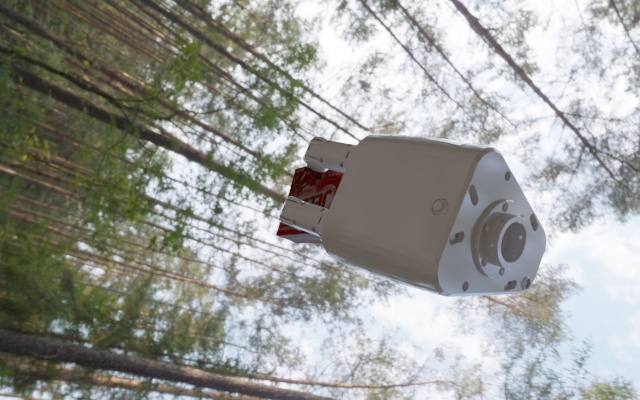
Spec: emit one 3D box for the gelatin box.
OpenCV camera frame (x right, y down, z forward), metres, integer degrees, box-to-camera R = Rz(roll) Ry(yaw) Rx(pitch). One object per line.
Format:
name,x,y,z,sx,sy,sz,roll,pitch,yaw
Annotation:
gelatin box,0.000,0.002,0.448,0.030,0.073,0.089,26,-19,-31
